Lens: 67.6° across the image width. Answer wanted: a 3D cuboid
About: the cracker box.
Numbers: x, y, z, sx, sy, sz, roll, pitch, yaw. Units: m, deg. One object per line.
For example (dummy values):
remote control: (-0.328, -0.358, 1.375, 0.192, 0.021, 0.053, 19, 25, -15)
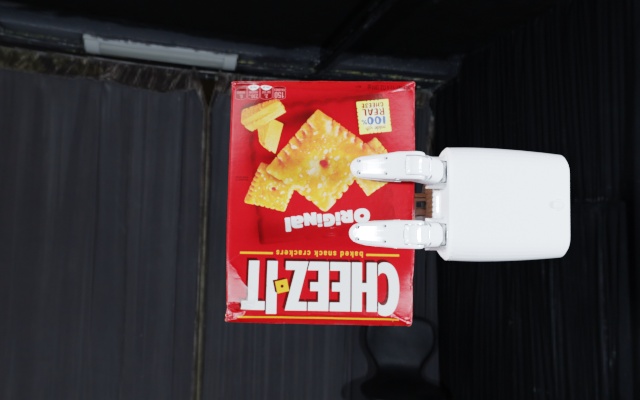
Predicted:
cracker box: (0.000, 0.001, 0.437, 0.164, 0.213, 0.072, 1, -3, 0)
